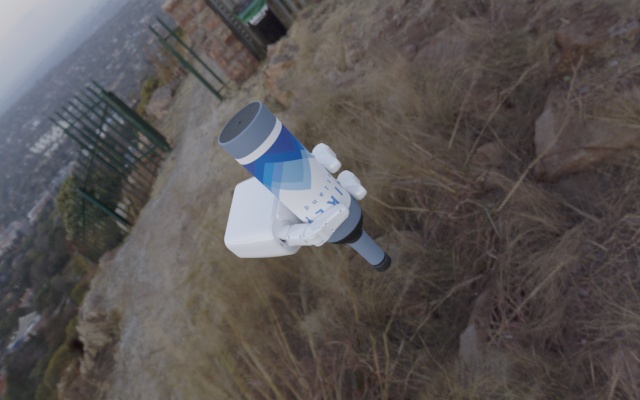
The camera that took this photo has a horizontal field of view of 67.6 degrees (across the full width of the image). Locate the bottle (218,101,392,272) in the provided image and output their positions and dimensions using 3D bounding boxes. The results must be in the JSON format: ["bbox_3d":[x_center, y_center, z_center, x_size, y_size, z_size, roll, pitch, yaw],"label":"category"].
[{"bbox_3d":[0.000,0.002,0.604,0.069,0.069,0.296,0,-37,50],"label":"bottle"}]
